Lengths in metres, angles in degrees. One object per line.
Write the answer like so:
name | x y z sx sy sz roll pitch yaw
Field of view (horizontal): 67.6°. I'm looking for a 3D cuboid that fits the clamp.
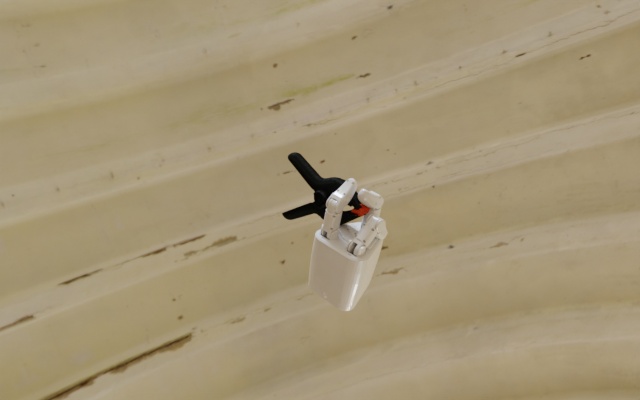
clamp | 0.001 0.002 0.798 0.171 0.120 0.039 30 33 32
